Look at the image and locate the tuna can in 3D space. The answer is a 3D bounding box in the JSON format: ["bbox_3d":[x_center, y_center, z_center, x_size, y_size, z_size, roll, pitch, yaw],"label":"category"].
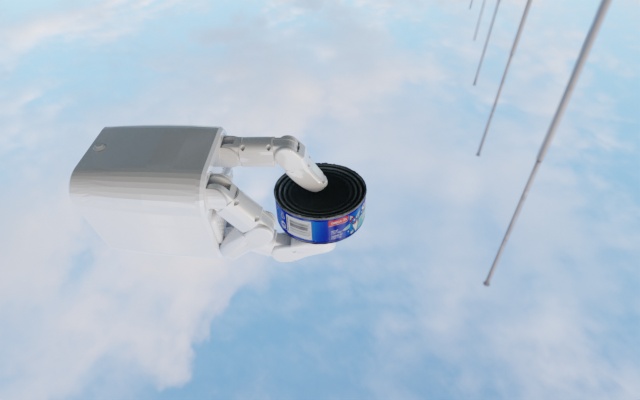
[{"bbox_3d":[0.000,0.002,0.449,0.086,0.034,0.086,-1,38,1],"label":"tuna can"}]
